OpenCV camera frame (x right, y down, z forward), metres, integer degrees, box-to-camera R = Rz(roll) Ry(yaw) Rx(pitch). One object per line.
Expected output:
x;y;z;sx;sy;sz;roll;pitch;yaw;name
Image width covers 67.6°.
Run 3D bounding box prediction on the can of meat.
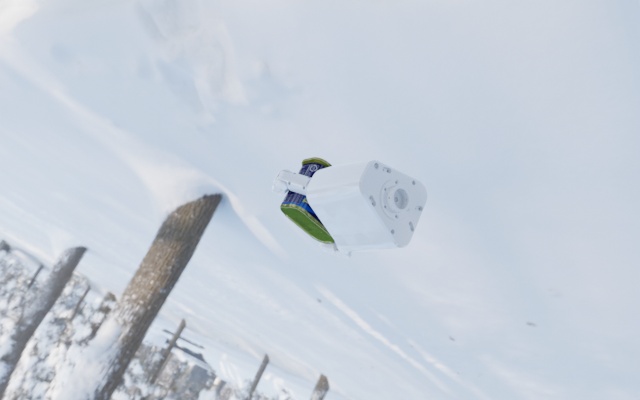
0.000;0.002;0.689;0.102;0.084;0.057;41;-27;-29;can of meat
